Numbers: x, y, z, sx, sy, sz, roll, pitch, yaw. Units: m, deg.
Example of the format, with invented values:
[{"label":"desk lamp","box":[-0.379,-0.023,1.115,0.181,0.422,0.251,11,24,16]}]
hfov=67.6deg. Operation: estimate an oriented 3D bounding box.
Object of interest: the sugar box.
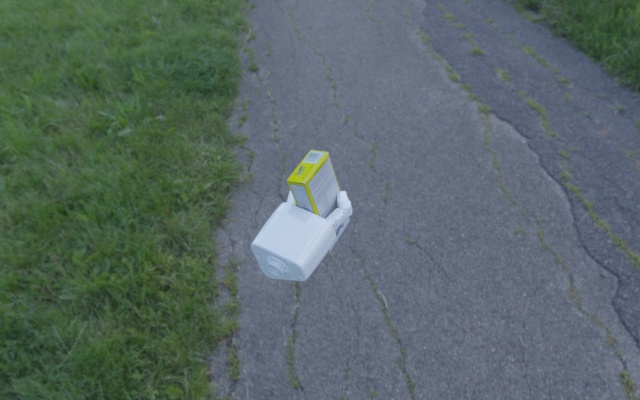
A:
[{"label":"sugar box","box":[0.000,0.003,0.896,0.048,0.176,0.093,12,48,30]}]
